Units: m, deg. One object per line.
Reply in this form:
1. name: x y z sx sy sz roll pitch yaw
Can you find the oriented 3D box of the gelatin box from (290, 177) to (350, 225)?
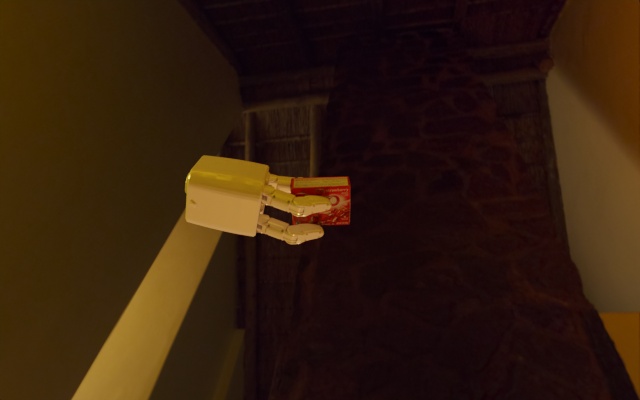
1. gelatin box: 0.000 0.002 0.723 0.089 0.073 0.030 -2 36 -1
